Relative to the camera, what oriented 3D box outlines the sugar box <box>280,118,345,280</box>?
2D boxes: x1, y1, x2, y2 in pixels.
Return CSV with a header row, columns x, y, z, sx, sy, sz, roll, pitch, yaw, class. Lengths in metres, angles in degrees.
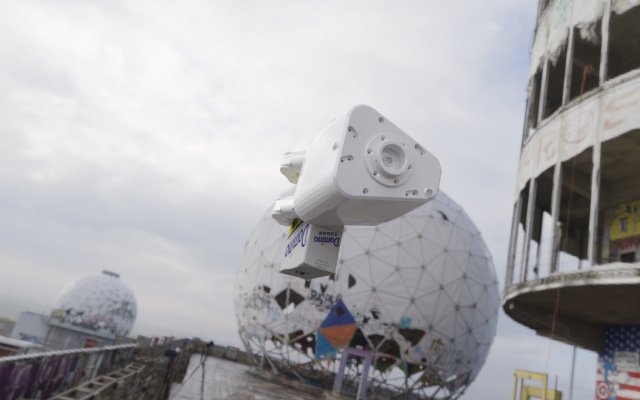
x,y,z,sx,sy,sz,roll,pitch,yaw,class
0.000,0.002,0.568,0.048,0.176,0.093,20,-19,-15,sugar box
